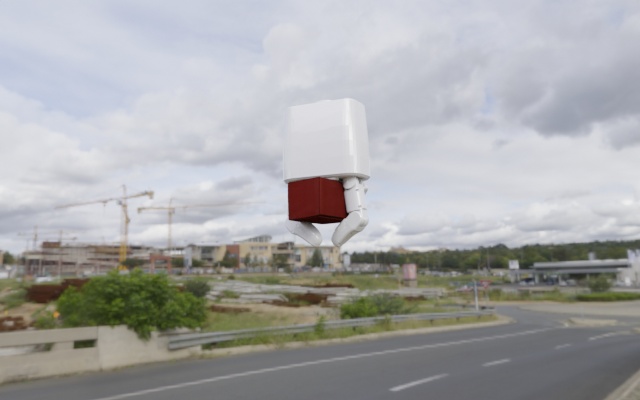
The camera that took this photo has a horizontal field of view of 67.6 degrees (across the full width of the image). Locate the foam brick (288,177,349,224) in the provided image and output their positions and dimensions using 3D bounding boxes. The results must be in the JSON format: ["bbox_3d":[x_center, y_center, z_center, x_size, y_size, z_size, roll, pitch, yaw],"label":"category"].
[{"bbox_3d":[0.000,0.002,0.630,0.053,0.051,0.078,-8,-11,35],"label":"foam brick"}]
